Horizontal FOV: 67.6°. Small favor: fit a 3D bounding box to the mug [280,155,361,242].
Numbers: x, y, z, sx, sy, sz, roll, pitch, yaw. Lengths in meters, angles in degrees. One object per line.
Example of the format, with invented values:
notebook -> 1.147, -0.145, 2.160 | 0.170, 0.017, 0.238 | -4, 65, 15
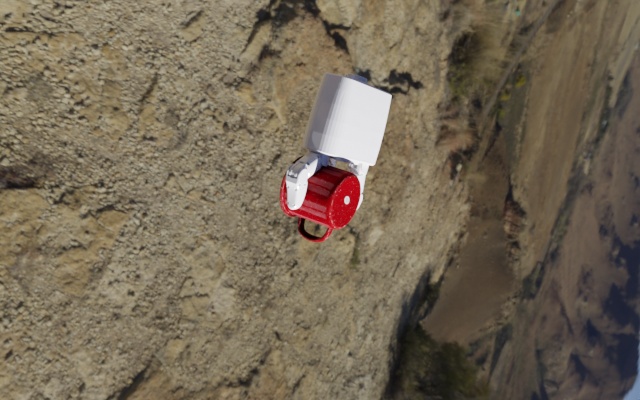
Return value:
mug -> 0.000, 0.004, 0.671 | 0.081, 0.117, 0.093 | 20, 10, 31
